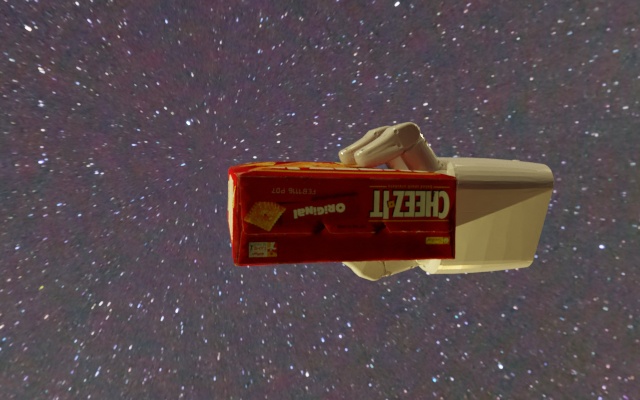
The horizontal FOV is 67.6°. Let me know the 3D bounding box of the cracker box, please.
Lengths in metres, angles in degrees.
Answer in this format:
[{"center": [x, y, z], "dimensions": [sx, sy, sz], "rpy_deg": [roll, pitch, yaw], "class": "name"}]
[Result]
[{"center": [0.000, 0.002, 0.435], "dimensions": [0.164, 0.072, 0.213], "rpy_deg": [-1, 5, -12], "class": "cracker box"}]
